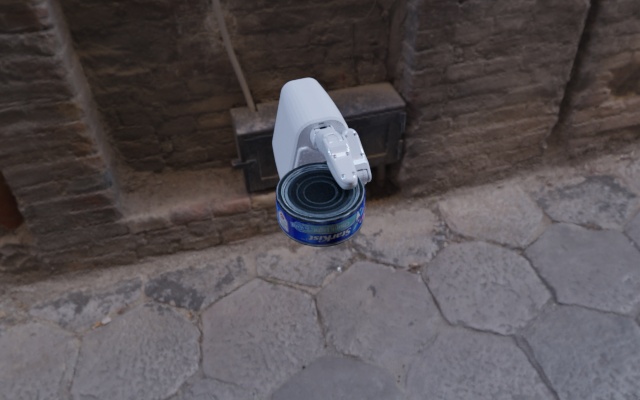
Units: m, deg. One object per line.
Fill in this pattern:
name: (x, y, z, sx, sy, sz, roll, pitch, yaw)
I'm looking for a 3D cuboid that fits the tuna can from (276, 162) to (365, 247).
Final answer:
tuna can: (0.000, 0.001, 0.456, 0.086, 0.034, 0.086, -1, 44, 1)
